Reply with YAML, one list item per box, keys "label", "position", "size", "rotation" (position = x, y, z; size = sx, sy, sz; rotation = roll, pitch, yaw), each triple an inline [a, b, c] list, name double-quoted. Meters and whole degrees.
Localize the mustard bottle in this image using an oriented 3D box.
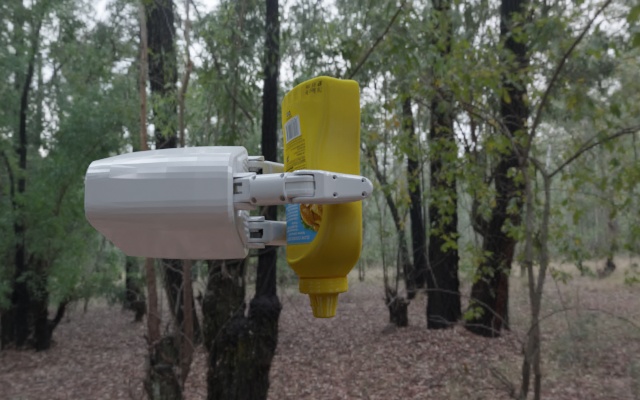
- label: "mustard bottle"
  position: [0.000, 0.001, 0.405]
  size: [0.058, 0.191, 0.096]
  rotation: [2, -7, -26]
